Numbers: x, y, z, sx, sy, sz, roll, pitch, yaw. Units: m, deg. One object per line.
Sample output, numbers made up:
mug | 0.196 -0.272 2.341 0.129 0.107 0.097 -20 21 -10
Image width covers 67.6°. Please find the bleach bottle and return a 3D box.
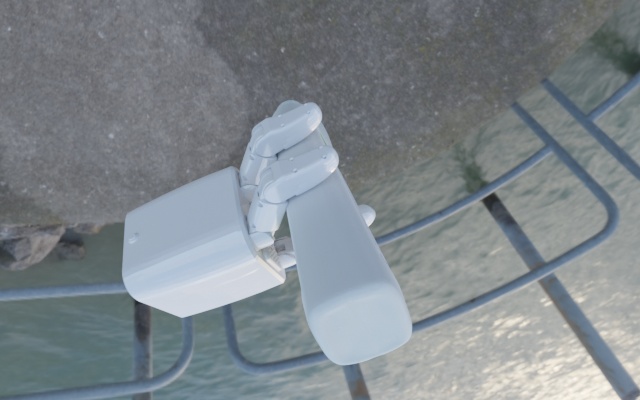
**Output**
bleach bottle | 0.000 0.001 0.408 0.068 0.250 0.103 -21 -43 2
